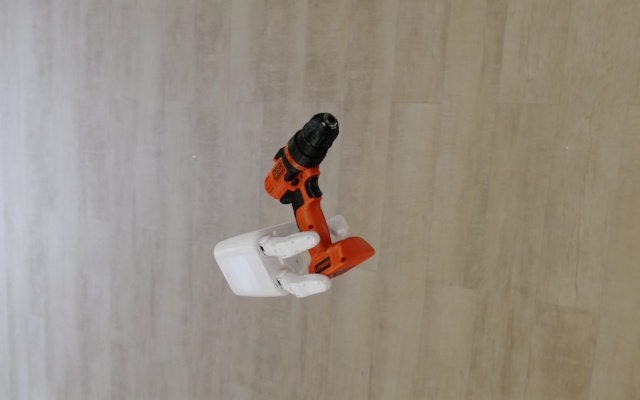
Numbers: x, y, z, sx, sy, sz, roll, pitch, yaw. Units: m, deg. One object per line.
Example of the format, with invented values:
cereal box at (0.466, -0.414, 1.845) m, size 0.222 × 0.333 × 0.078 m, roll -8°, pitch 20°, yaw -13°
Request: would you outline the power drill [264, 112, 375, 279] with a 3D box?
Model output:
power drill at (0.000, 0.003, 0.625) m, size 0.057 × 0.187 × 0.184 m, roll -13°, pitch -19°, yaw -31°
